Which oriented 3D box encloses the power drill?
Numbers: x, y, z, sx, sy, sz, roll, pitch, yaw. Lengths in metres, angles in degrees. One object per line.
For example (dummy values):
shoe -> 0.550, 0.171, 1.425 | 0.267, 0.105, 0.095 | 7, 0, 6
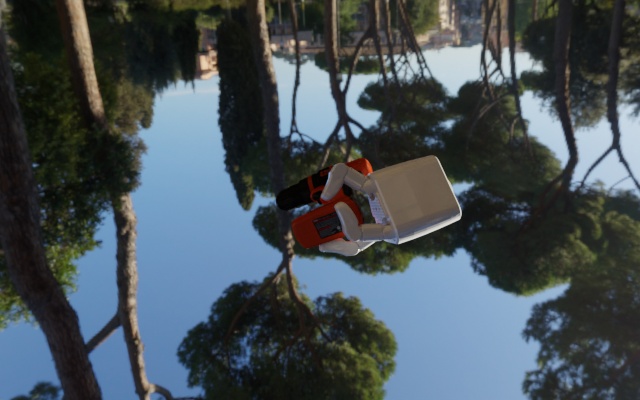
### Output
power drill -> 0.000, 0.003, 0.791 | 0.184, 0.057, 0.187 | -23, 24, 13
